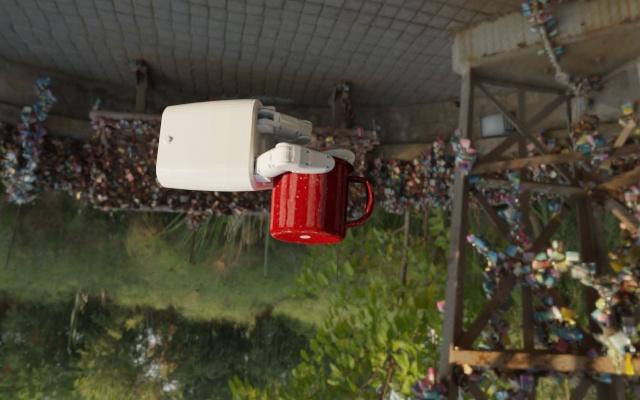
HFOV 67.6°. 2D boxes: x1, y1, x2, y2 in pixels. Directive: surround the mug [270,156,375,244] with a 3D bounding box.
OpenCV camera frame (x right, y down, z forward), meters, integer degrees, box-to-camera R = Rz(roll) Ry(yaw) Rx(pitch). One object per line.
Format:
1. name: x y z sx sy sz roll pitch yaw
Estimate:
1. mug: 0.002 0.002 0.515 0.117 0.081 0.093 0 -14 11
